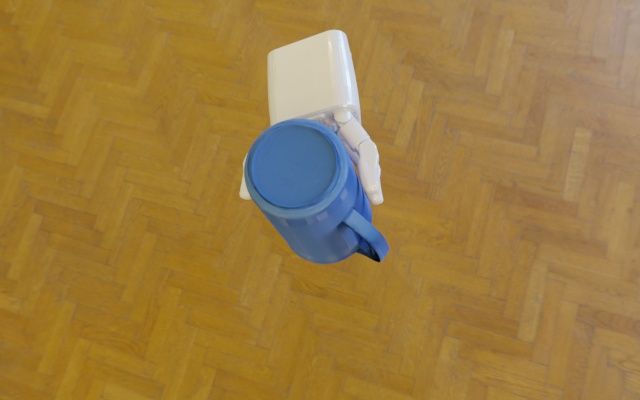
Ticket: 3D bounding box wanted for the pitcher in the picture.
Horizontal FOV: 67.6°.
[{"bbox_3d":[0.000,0.002,0.583,0.149,0.145,0.243,-9,-16,6],"label":"pitcher"}]
